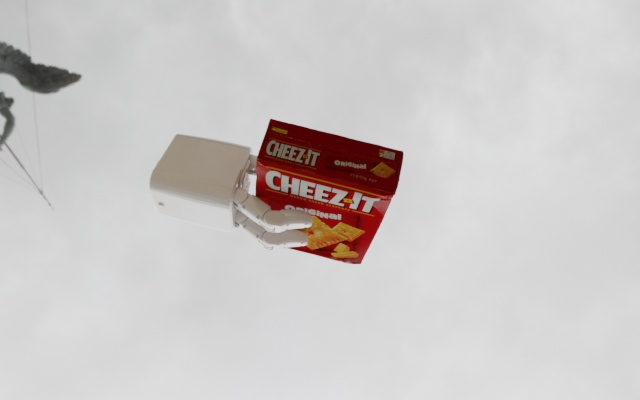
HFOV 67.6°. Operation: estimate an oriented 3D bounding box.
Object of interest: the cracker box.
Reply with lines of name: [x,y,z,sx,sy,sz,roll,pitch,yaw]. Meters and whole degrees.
cracker box: [0.000,0.002,0.633,0.164,0.072,0.214,14,-30,0]
